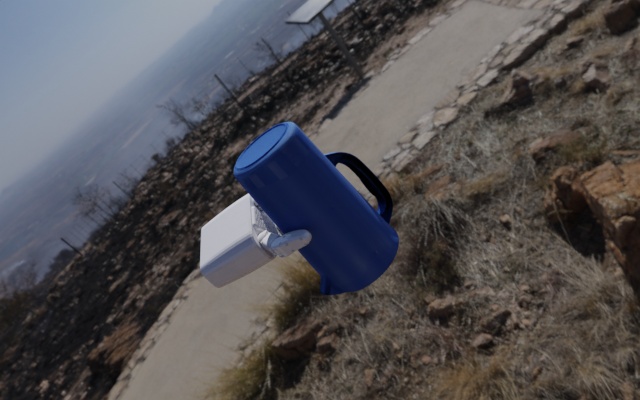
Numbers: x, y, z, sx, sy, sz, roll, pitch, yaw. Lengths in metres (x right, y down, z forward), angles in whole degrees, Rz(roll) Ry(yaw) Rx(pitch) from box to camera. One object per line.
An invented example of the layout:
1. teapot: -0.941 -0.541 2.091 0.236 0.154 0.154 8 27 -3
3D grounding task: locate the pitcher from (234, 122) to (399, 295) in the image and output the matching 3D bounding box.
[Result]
1. pitcher: 0.000 0.002 0.683 0.145 0.243 0.149 -31 26 21
